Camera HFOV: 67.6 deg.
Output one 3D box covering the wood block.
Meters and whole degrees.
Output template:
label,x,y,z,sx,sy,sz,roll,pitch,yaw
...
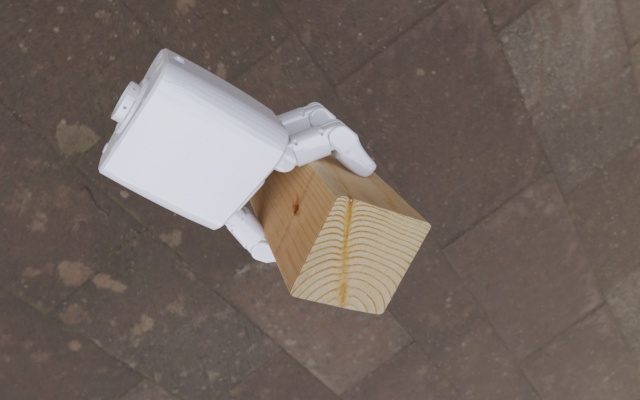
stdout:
label,x,y,z,sx,sy,sz,roll,pitch,yaw
wood block,0.000,0.002,0.450,0.090,0.091,0.206,17,19,-26
